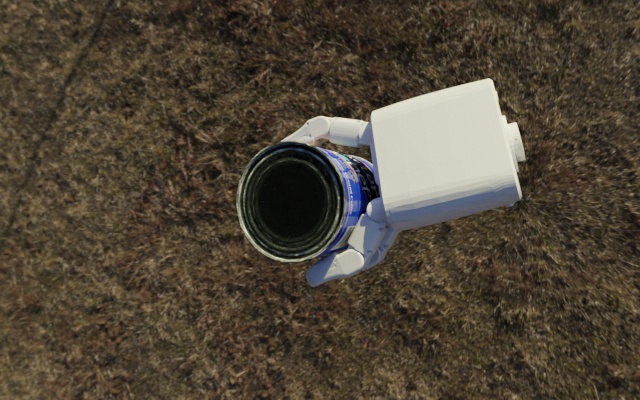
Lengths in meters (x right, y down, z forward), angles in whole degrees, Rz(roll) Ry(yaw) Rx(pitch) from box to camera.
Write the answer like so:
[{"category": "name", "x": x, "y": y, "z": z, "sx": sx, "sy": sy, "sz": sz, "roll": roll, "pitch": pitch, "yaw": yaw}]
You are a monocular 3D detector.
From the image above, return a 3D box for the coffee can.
[{"category": "coffee can", "x": 0.000, "y": 0.001, "z": 0.461, "sx": 0.103, "sy": 0.103, "sz": 0.140, "roll": 0, "pitch": 0, "yaw": 23}]
